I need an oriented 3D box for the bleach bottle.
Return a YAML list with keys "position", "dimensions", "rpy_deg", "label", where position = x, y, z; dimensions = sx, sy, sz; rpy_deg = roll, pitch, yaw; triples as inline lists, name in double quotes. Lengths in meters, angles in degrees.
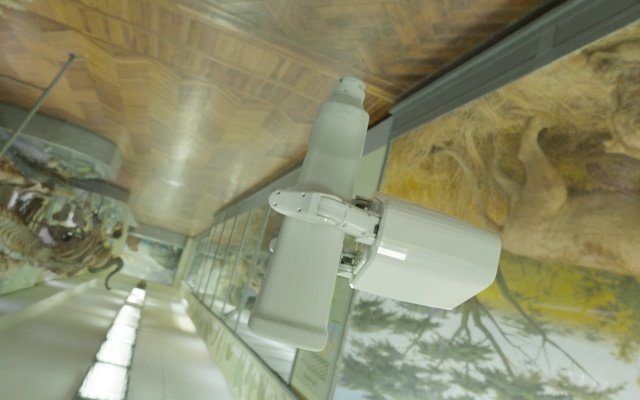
- position: [0.000, 0.001, 0.439]
  dimensions: [0.068, 0.250, 0.102]
  rpy_deg: [15, -11, -2]
  label: "bleach bottle"
